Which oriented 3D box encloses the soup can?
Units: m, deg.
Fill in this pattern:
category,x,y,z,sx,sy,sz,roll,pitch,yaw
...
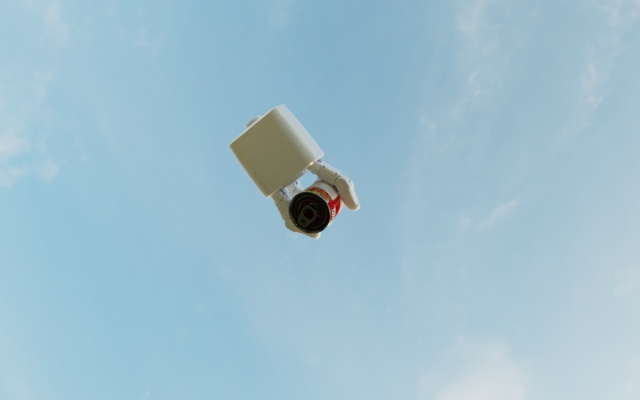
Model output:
category,x,y,z,sx,sy,sz,roll,pitch,yaw
soup can,0.001,0.003,0.761,0.068,0.068,0.102,0,19,21
